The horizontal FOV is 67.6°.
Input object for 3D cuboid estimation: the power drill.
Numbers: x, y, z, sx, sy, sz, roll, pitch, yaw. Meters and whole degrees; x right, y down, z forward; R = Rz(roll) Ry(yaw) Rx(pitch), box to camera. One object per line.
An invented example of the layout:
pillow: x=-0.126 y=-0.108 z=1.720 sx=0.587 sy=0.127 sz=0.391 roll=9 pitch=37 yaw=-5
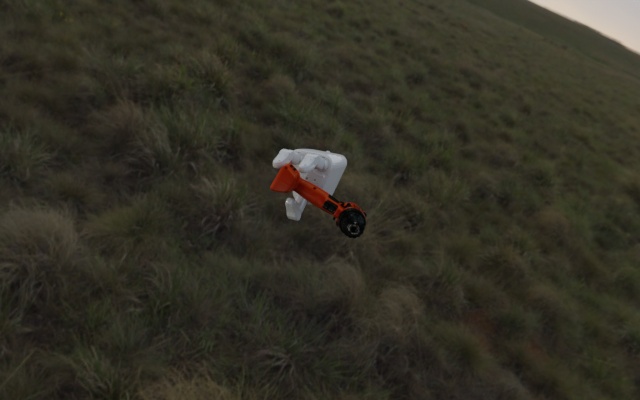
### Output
power drill: x=0.000 y=0.003 z=0.894 sx=0.187 sy=0.057 sz=0.184 roll=33 pitch=5 yaw=-3
